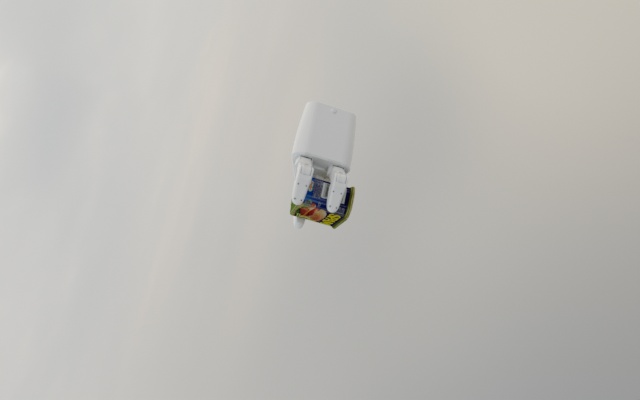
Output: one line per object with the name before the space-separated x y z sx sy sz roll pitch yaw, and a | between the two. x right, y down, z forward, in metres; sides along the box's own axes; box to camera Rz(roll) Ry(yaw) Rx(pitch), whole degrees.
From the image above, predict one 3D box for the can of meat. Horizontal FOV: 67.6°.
can of meat | 0.000 0.003 0.787 0.084 0.057 0.102 16 -19 -11
